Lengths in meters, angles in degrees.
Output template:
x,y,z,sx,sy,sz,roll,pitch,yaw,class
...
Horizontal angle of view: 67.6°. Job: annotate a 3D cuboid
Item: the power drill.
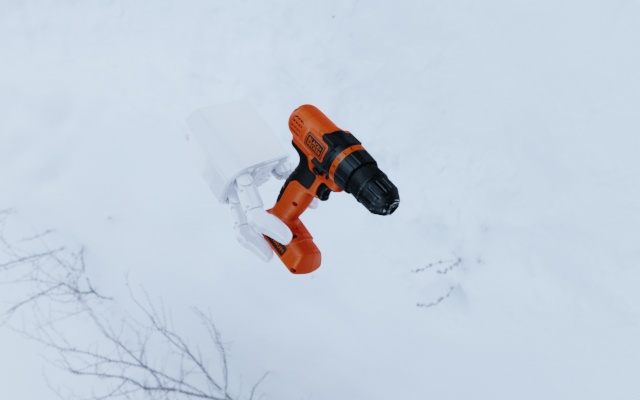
x,y,z,sx,sy,sz,roll,pitch,yaw,class
0.000,0.002,0.590,0.057,0.188,0.184,-5,44,-43,power drill
